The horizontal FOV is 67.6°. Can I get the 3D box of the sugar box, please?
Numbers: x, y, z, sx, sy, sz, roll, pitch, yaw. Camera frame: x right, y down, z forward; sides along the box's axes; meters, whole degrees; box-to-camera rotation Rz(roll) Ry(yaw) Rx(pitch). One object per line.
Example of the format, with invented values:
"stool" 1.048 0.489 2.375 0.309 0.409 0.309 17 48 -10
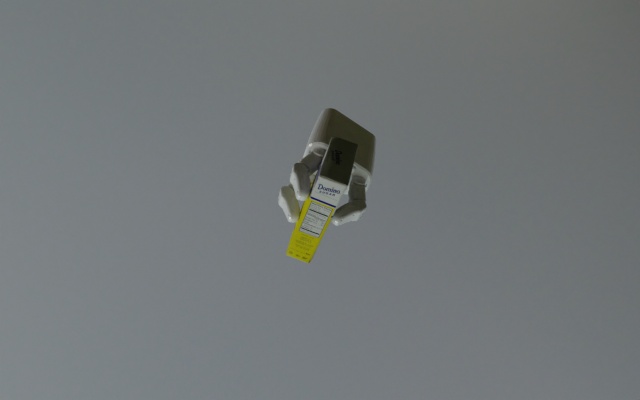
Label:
"sugar box" 0.000 0.002 0.690 0.048 0.176 0.093 19 44 -2
